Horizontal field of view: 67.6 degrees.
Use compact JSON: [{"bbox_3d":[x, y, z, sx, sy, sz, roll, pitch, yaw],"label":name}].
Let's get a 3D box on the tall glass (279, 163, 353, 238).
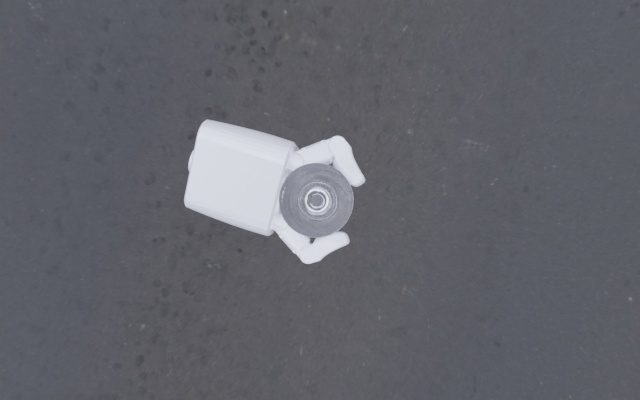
[{"bbox_3d":[0.000,0.002,0.570,0.079,0.079,0.201,0,-1,3],"label":"tall glass"}]
